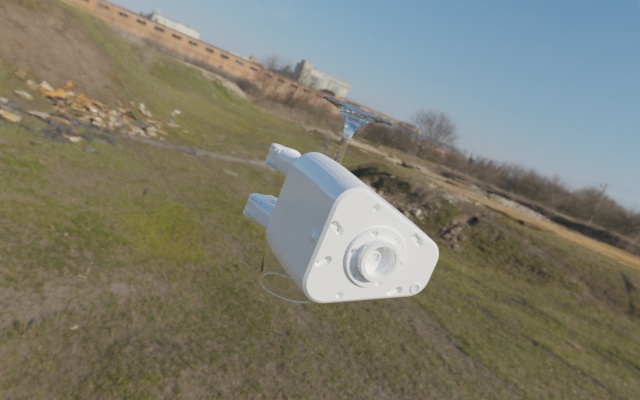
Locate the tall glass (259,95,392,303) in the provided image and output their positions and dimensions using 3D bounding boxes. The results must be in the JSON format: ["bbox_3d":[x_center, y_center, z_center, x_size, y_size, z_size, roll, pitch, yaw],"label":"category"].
[{"bbox_3d":[0.000,0.001,0.487,0.079,0.201,0.079,21,10,-4],"label":"tall glass"}]
